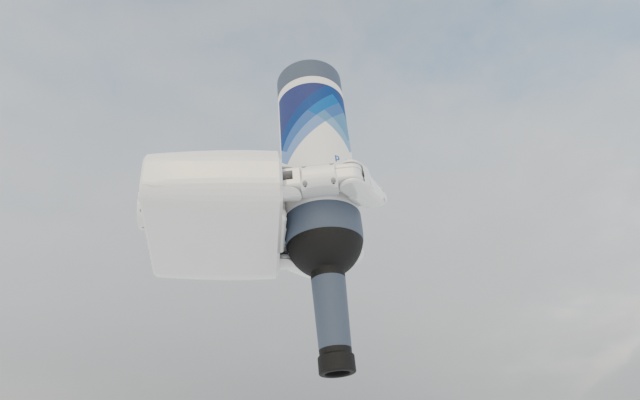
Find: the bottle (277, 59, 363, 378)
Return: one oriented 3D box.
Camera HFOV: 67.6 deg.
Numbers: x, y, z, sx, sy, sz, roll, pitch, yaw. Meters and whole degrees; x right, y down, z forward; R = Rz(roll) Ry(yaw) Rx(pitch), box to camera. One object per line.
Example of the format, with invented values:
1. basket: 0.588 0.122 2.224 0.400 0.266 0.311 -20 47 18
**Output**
1. bottle: 0.000 0.001 0.422 0.069 0.295 0.069 -4 -32 -3
